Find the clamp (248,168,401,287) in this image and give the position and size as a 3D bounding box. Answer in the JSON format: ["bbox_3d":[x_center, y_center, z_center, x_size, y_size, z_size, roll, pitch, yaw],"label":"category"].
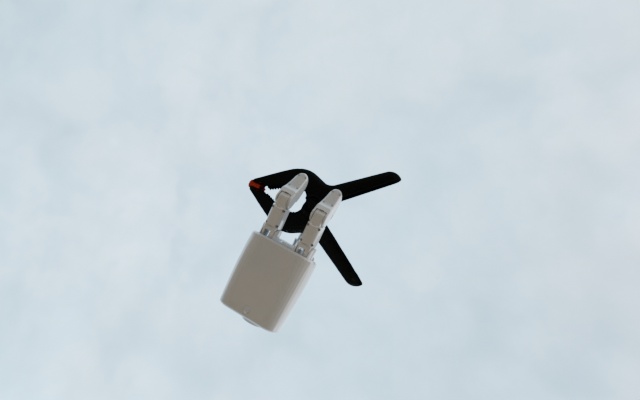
[{"bbox_3d":[0.000,0.002,0.672,0.210,0.164,0.036,26,-7,16],"label":"clamp"}]
